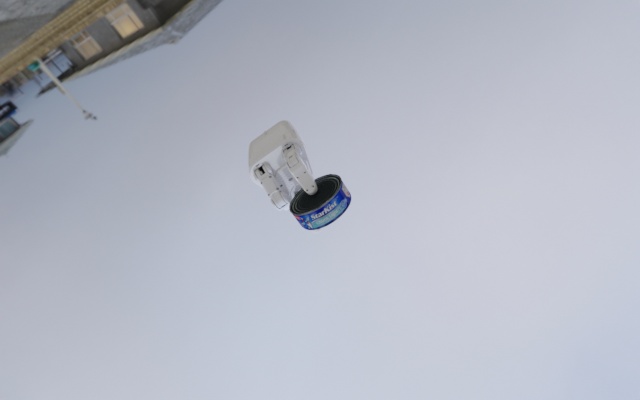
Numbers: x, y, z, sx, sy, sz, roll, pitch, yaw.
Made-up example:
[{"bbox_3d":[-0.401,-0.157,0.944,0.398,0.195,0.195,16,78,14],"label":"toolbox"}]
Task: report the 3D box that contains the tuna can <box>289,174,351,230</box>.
[{"bbox_3d":[0.000,0.003,0.678,0.086,0.034,0.086,-27,27,15],"label":"tuna can"}]
